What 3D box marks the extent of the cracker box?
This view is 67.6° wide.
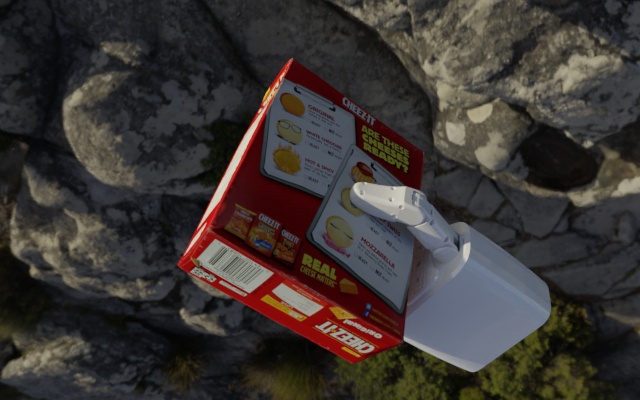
[{"bbox_3d":[0.000,0.001,0.407,0.164,0.213,0.072,33,-45,-17],"label":"cracker box"}]
